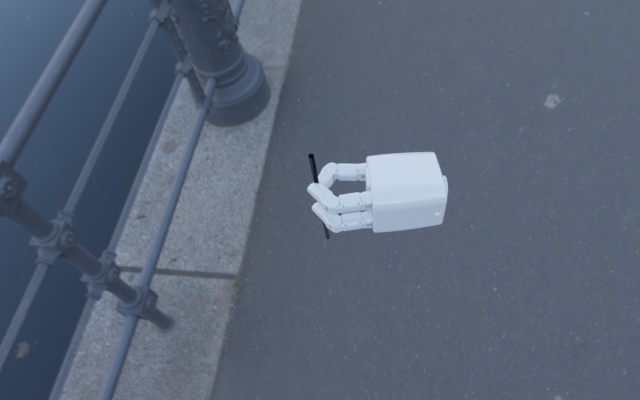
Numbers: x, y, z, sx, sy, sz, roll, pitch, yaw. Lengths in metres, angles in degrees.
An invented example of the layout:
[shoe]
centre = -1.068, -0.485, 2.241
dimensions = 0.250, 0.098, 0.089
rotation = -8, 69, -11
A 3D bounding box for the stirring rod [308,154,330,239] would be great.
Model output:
[stirring rod]
centre = 0.000, 0.002, 0.756
dimensions = 0.011, 0.011, 0.240
rotation = 0, -32, 7
